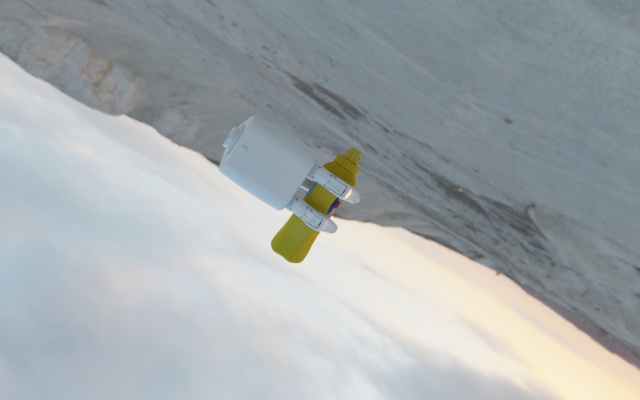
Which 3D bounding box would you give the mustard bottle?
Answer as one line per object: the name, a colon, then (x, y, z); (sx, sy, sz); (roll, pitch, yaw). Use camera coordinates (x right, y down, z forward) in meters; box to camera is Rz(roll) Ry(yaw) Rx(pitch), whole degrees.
mustard bottle: (0.000, 0.003, 0.725); (0.058, 0.191, 0.096); (35, 6, 6)
